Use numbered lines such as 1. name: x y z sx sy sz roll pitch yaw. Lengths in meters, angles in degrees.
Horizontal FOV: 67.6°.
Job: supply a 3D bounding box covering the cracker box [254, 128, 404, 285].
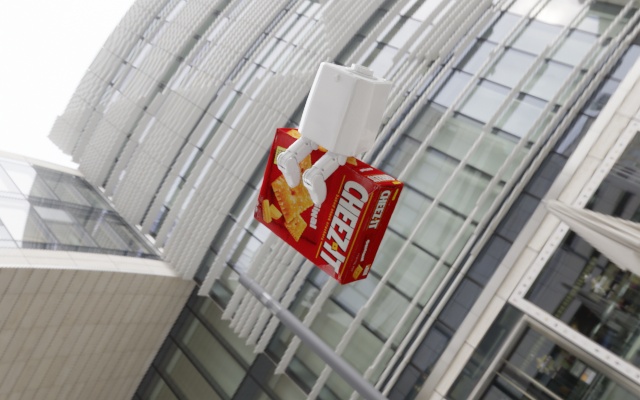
1. cracker box: 0.000 0.002 0.736 0.213 0.164 0.072 33 25 34
